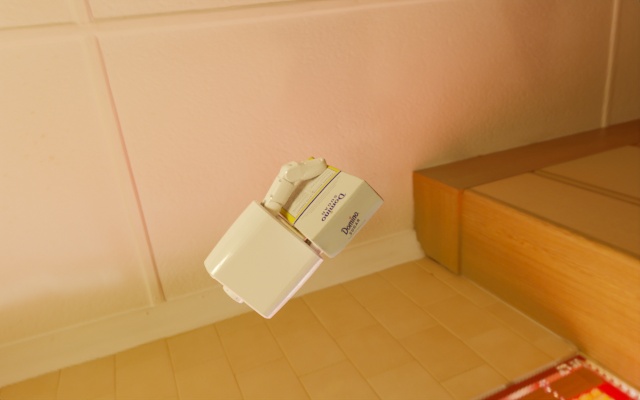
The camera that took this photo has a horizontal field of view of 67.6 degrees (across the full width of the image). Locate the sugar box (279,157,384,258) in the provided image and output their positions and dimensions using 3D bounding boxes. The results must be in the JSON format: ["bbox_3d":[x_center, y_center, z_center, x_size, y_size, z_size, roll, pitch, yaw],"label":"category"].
[{"bbox_3d":[0.000,0.002,0.614,0.048,0.093,0.176,44,-4,-28],"label":"sugar box"}]
